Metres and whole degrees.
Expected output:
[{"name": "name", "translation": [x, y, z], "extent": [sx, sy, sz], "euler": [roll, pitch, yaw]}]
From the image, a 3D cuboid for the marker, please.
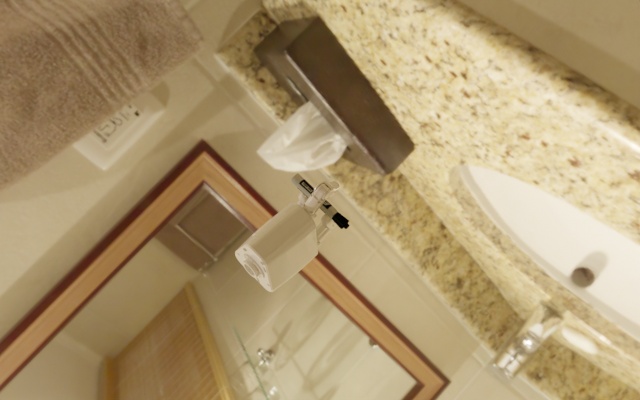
[{"name": "marker", "translation": [0.000, 0.002, 0.767], "extent": [0.121, 0.020, 0.020], "euler": [43, 12, 13]}]
